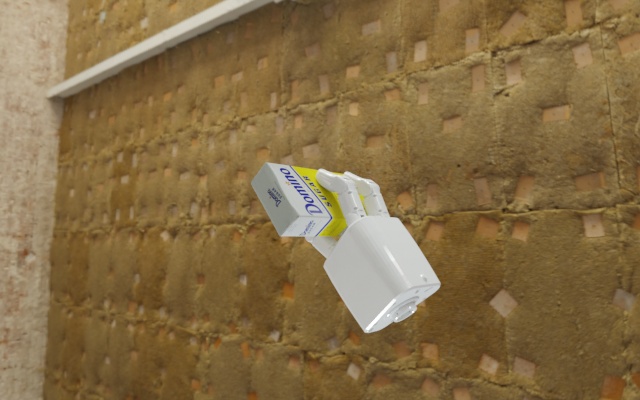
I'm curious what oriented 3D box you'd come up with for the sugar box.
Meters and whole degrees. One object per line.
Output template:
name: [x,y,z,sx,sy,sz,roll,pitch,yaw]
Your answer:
sugar box: [0.001,0.002,0.647,0.176,0.093,0.048,7,-47,-50]
